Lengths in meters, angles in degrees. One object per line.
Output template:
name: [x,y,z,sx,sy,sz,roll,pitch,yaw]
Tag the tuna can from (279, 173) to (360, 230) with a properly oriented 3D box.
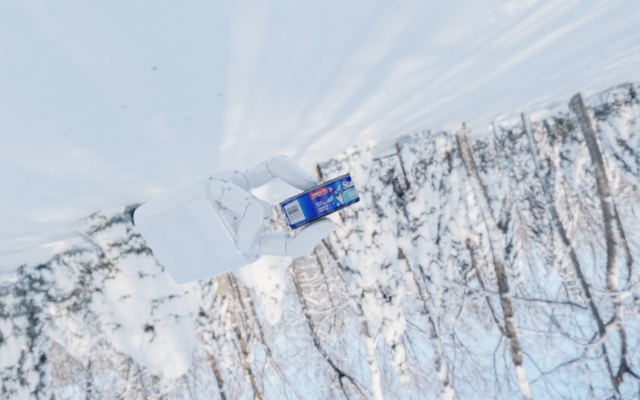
tuna can: [0.000,0.002,0.530,0.086,0.034,0.086,-23,-1,-1]
